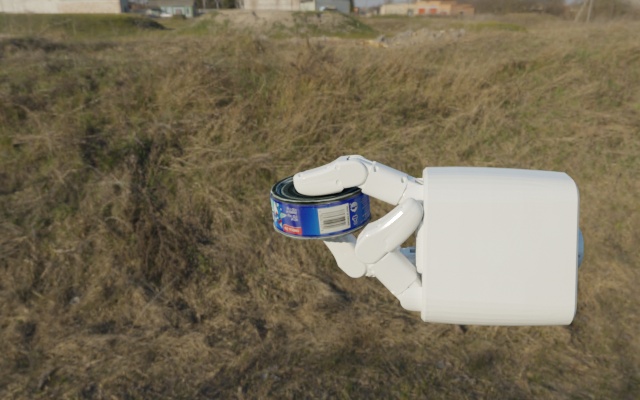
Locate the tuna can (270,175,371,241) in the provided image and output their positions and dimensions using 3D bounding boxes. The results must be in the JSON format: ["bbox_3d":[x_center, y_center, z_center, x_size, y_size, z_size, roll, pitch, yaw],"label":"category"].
[{"bbox_3d":[0.000,0.001,0.412,0.086,0.034,0.086,-5,20,2],"label":"tuna can"}]
